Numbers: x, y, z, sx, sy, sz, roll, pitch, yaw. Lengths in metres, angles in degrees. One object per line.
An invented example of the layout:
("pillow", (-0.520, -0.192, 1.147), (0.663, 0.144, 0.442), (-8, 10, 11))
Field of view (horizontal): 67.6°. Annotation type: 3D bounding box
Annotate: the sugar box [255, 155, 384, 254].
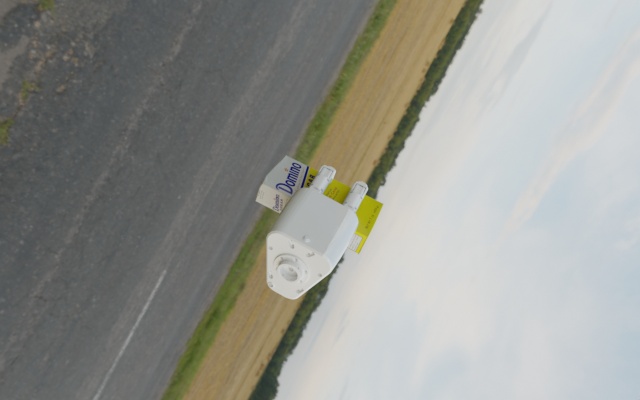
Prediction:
("sugar box", (0.000, 0.002, 0.729), (0.176, 0.048, 0.093), (28, 38, 4))
